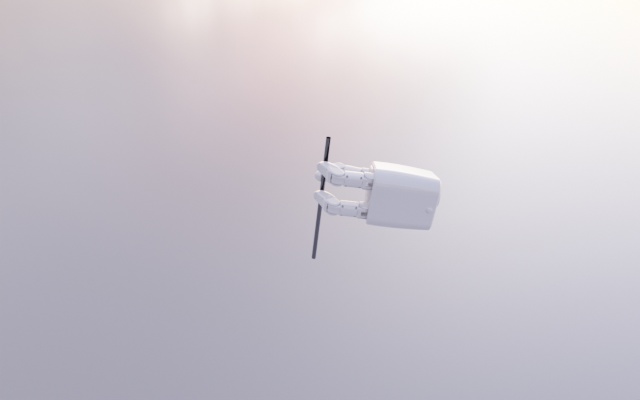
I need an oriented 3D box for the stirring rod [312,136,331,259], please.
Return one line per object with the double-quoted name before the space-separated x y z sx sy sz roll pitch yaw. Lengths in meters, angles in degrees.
"stirring rod" 0.000 0.003 0.822 0.011 0.240 0.011 5 30 -3
